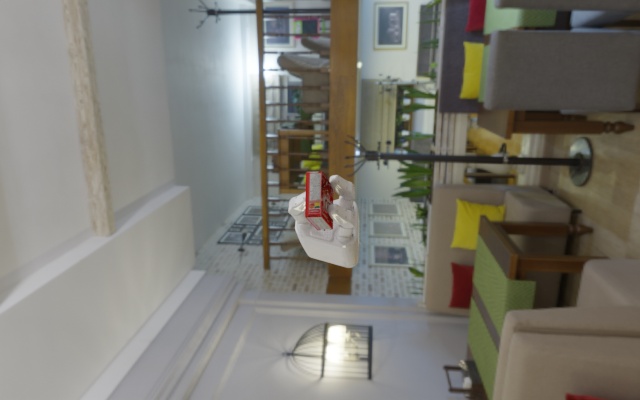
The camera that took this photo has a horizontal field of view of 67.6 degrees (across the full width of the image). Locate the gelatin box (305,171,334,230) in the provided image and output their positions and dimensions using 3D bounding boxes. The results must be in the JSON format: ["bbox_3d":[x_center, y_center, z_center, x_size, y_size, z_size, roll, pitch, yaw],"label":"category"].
[{"bbox_3d":[0.000,0.002,0.762,0.030,0.073,0.089,-3,-18,13],"label":"gelatin box"}]
